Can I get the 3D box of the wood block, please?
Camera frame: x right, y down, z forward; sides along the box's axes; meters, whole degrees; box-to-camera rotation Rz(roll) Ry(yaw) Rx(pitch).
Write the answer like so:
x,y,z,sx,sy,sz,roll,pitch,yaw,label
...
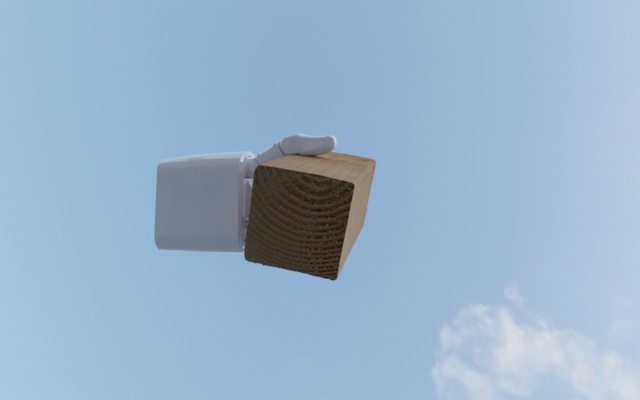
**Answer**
x,y,z,sx,sy,sz,roll,pitch,yaw,label
0.000,0.001,0.510,0.090,0.091,0.206,11,12,9,wood block
